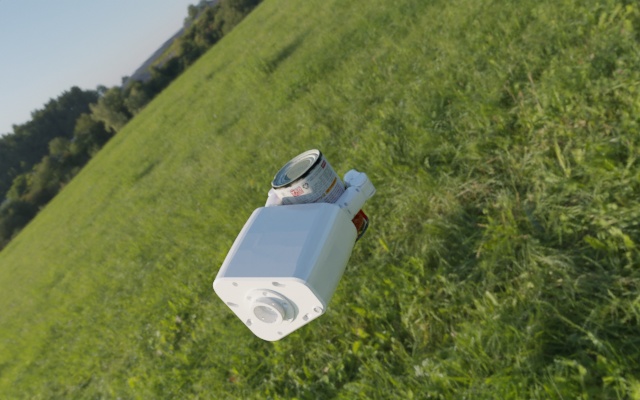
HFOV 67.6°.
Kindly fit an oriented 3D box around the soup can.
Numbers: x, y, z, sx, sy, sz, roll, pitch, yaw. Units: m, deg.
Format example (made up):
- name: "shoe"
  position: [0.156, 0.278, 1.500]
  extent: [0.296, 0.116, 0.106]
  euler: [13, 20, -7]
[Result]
- name: "soup can"
  position: [0.000, 0.001, 0.541]
  extent: [0.068, 0.102, 0.068]
  euler: [-30, 24, 15]
